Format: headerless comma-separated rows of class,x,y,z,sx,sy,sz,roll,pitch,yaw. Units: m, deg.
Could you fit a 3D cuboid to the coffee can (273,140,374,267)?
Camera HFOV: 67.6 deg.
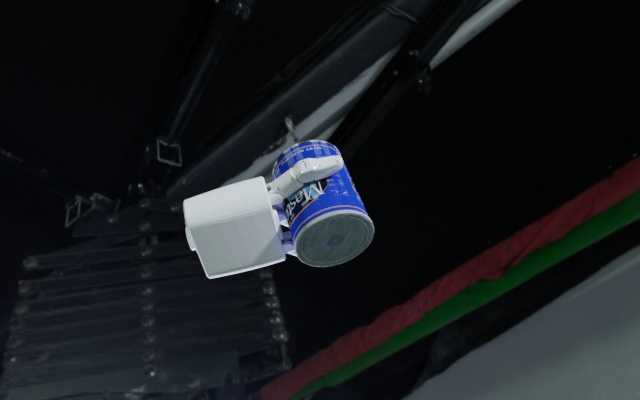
coffee can,0.000,0.002,0.638,0.103,0.140,0.103,-11,-42,-10
